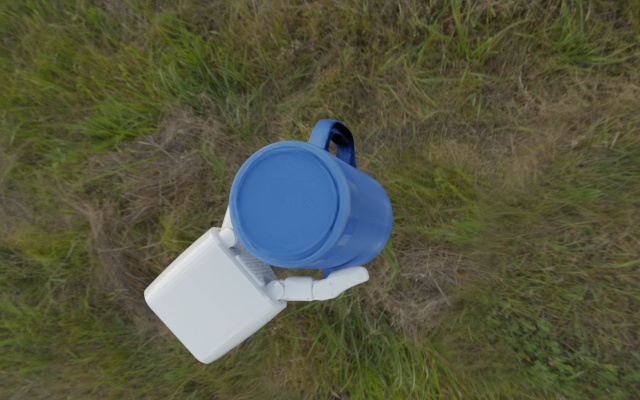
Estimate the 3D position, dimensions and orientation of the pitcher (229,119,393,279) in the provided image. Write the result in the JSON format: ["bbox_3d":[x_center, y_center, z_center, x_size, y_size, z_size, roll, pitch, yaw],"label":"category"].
[{"bbox_3d":[0.000,0.002,0.508,0.145,0.149,0.243,-39,-13,7],"label":"pitcher"}]
